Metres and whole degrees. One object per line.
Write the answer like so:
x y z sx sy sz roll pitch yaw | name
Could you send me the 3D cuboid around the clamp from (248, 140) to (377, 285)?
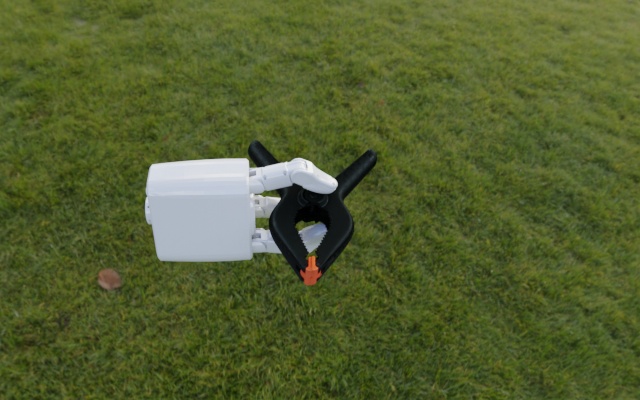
0.000 0.002 0.555 0.164 0.209 0.036 -2 -43 -8 | clamp
